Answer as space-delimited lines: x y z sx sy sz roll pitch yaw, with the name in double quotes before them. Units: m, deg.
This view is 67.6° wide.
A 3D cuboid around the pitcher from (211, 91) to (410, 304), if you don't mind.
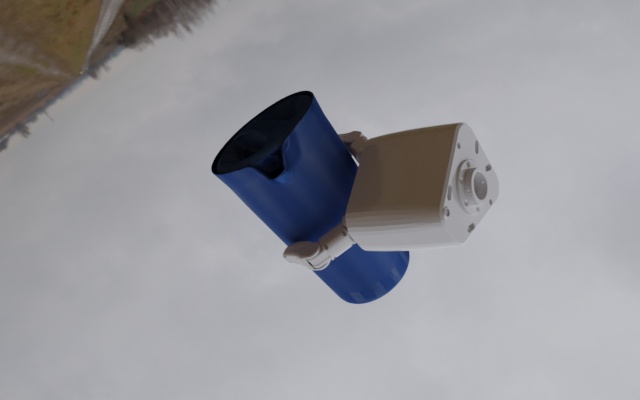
"pitcher" 0.000 0.002 0.559 0.145 0.149 0.243 -8 -50 45
